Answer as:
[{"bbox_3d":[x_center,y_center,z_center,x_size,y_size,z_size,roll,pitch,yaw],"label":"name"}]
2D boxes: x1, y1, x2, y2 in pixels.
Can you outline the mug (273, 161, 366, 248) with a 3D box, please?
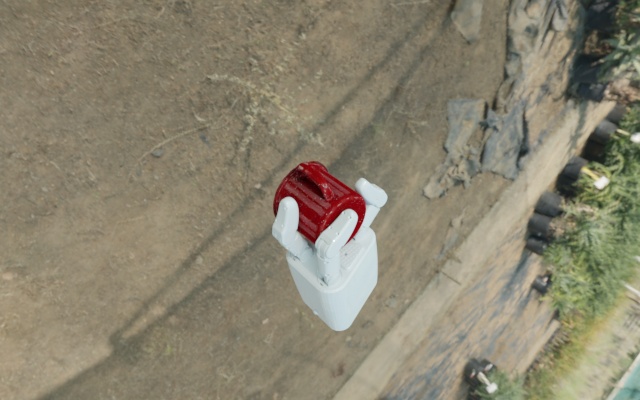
[{"bbox_3d":[0.000,0.001,0.583,0.093,0.117,0.081,-38,52,-21],"label":"mug"}]
